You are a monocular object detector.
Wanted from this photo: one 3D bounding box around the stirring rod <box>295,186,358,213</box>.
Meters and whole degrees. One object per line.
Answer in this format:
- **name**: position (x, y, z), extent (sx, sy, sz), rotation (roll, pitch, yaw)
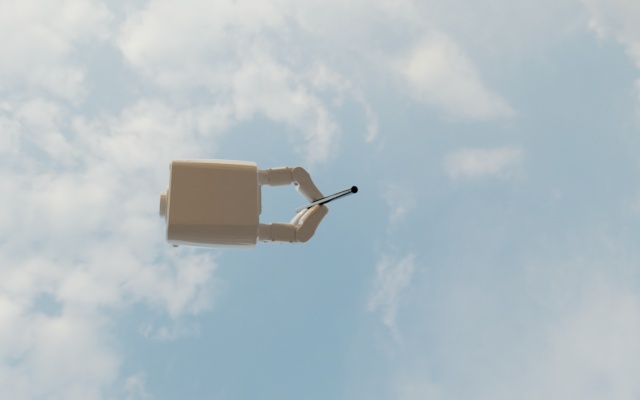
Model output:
- **stirring rod**: position (0.000, 0.002, 0.599), extent (0.011, 0.011, 0.239), rotation (0, -6, -17)
